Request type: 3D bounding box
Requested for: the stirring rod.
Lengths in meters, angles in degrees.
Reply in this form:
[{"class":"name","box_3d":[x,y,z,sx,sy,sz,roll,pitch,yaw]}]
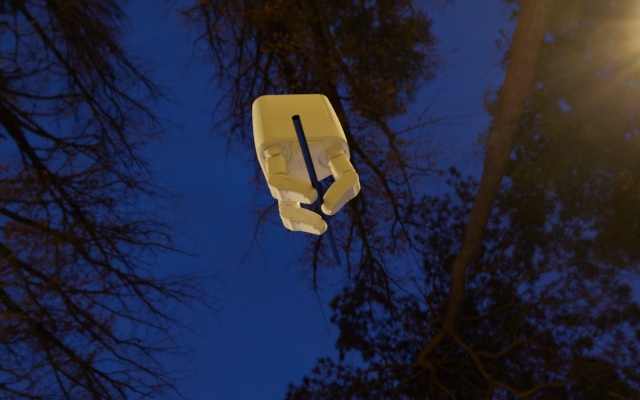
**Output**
[{"class":"stirring rod","box_3d":[0.000,0.002,0.537,0.011,0.011,0.240,0,-42,15]}]
